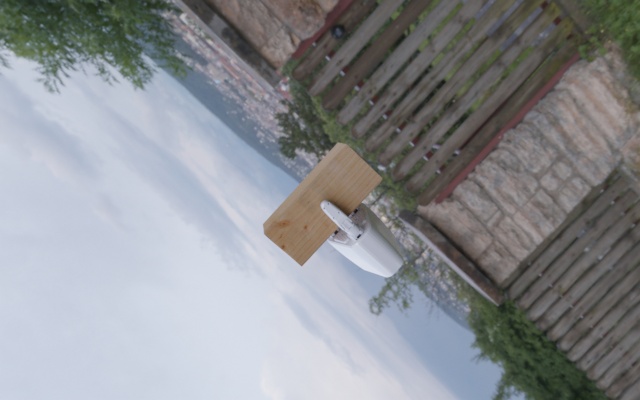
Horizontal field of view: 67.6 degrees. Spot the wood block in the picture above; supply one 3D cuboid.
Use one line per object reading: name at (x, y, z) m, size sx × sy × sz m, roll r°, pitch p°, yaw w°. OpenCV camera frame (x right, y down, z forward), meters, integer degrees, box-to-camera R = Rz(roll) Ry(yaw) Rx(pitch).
wood block at (0.000, 0.003, 0.846) m, size 0.090 × 0.206 × 0.091 m, roll 42°, pitch 1°, yaw -13°
